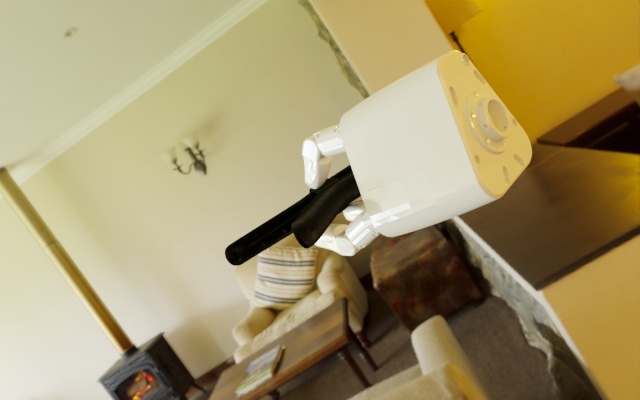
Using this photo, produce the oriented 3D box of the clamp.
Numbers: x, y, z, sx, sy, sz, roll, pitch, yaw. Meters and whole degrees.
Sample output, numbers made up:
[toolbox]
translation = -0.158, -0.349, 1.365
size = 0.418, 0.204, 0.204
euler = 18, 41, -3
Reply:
[clamp]
translation = 0.000, 0.001, 0.502
size = 0.164, 0.036, 0.210
euler = -22, 12, 49
